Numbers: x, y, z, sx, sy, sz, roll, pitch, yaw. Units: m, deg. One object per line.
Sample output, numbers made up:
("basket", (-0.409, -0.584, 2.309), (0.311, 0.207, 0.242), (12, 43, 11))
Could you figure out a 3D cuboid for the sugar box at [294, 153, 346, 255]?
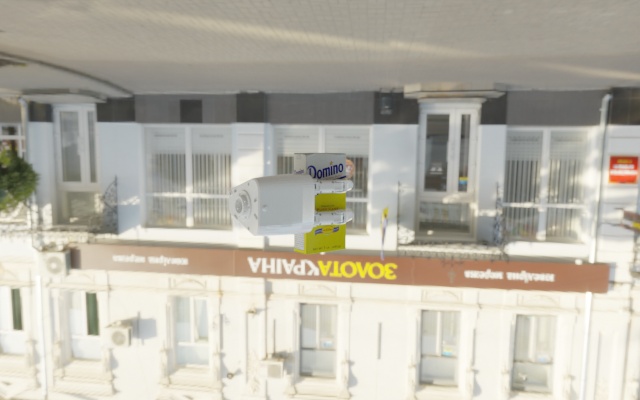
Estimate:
("sugar box", (0.000, 0.003, 0.855), (0.093, 0.176, 0.048), (-4, 8, -37))
